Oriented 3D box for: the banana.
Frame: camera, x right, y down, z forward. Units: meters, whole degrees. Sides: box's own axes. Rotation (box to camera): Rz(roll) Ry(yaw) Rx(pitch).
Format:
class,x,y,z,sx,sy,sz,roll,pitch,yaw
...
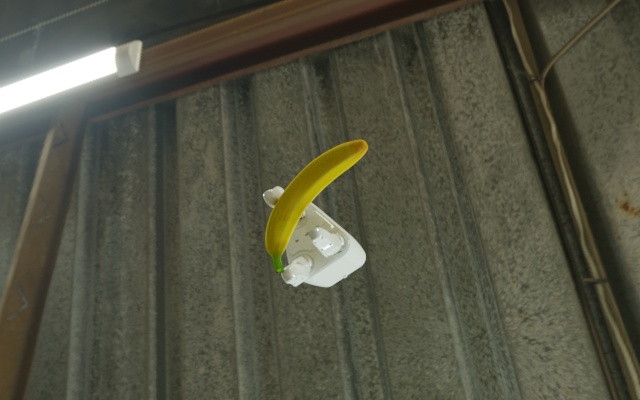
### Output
class,x,y,z,sx,sy,sz,roll,pitch,yaw
banana,-0.016,-0.004,0.612,0.069,0.198,0.037,31,-5,29
